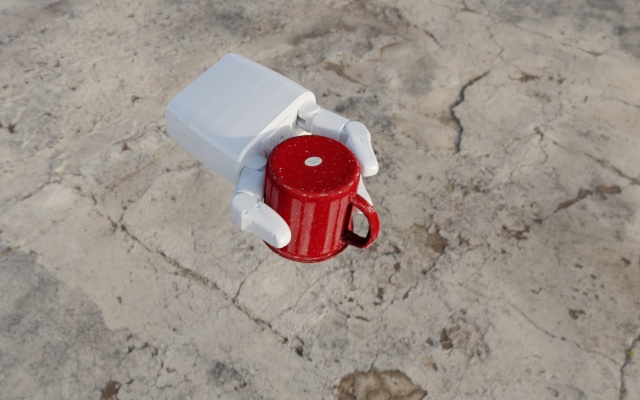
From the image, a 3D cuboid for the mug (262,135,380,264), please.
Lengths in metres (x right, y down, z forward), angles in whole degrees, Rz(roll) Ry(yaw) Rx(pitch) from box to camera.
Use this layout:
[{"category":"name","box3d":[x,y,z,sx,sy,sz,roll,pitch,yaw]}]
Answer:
[{"category":"mug","box3d":[0.001,0.002,0.425,0.117,0.082,0.093,31,51,20]}]
